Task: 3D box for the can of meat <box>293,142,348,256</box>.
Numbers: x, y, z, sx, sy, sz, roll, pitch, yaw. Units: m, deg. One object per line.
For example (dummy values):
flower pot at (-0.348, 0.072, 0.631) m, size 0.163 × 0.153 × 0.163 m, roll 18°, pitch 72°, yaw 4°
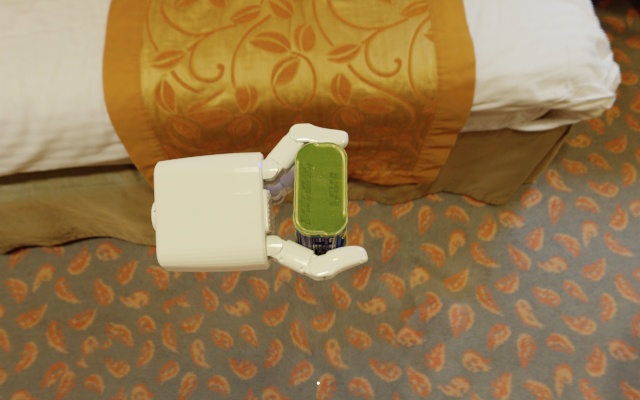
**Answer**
can of meat at (0.000, 0.002, 0.488) m, size 0.057 × 0.102 × 0.084 m, roll 0°, pitch -21°, yaw 0°
